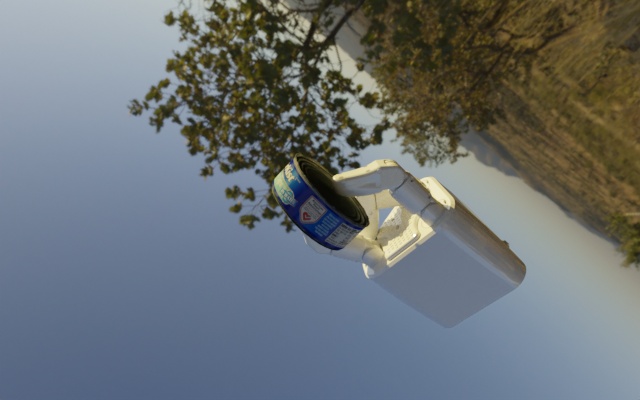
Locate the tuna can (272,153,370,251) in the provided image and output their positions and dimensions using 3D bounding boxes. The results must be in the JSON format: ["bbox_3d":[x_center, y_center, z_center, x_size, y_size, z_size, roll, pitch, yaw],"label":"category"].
[{"bbox_3d":[0.000,0.002,0.408,0.034,0.086,0.086,-45,-15,15],"label":"tuna can"}]
